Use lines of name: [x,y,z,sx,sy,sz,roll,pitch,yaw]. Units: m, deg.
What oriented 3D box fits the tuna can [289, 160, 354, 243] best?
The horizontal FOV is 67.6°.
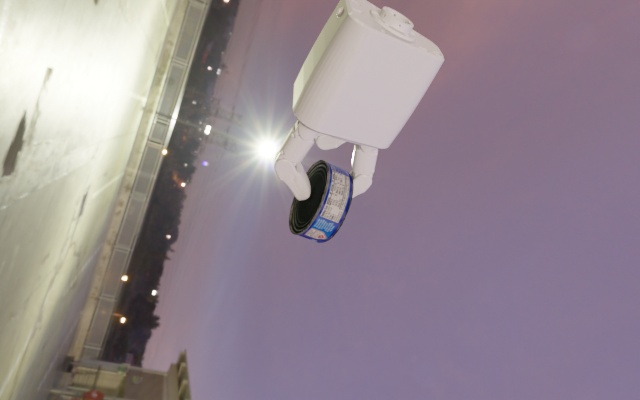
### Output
tuna can: [0.001,0.002,0.518,0.034,0.086,0.086,22,-8,-21]
